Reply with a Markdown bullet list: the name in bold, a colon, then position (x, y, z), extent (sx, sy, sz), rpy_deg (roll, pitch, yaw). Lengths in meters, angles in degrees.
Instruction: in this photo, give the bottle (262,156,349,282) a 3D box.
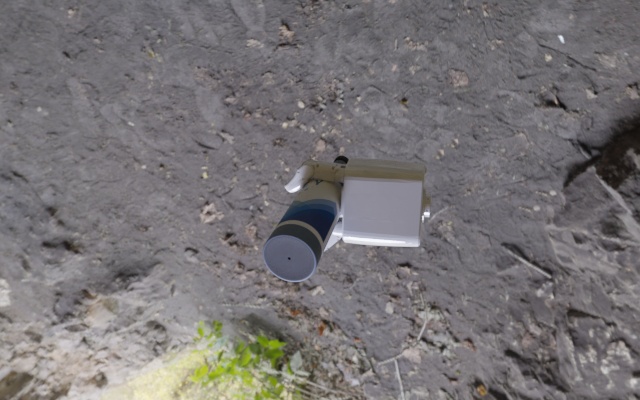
- **bottle**: position (0.000, 0.002, 0.681), extent (0.069, 0.069, 0.295), rpy_deg (0, 27, 16)
